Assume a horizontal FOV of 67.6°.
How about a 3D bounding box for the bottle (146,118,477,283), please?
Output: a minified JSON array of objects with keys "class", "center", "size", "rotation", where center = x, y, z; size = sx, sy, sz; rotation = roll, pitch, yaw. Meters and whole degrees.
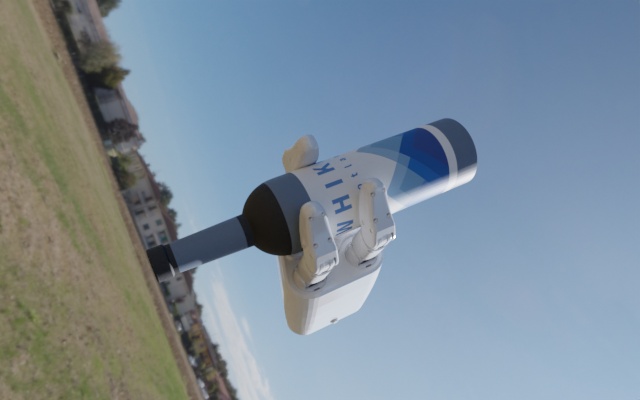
[{"class":"bottle","center":[0.000,0.001,0.416],"size":[0.295,0.069,0.069],"rotation":[-21,7,-19]}]
